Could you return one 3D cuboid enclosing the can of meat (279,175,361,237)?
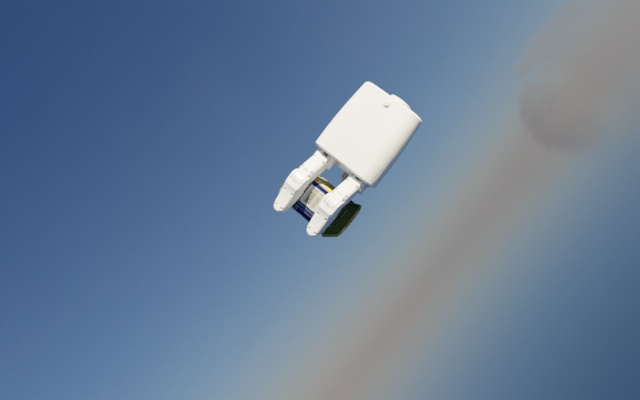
[{"bbox_3d":[0.000,0.002,0.658,0.084,0.057,0.102,40,8,16],"label":"can of meat"}]
